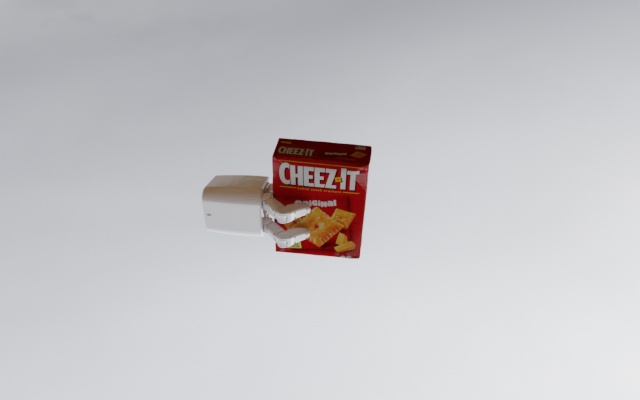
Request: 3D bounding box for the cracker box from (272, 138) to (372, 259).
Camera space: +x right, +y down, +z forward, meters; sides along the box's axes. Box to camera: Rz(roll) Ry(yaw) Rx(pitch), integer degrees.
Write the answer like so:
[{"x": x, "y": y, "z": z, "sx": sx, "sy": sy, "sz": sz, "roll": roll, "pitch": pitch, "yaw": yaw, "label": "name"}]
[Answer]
[{"x": 0.000, "y": 0.003, "z": 0.860, "sx": 0.164, "sy": 0.214, "sz": 0.072, "roll": 5, "pitch": 37, "yaw": 5, "label": "cracker box"}]
